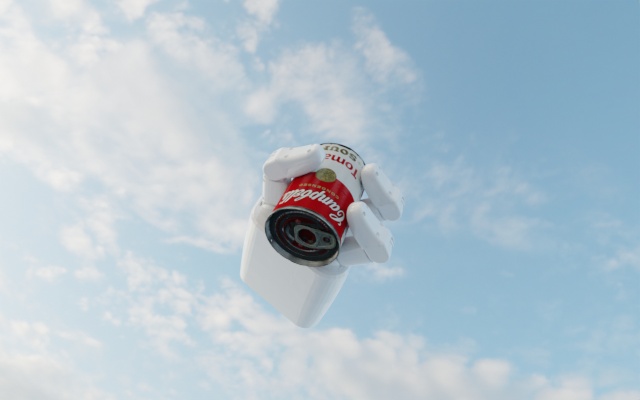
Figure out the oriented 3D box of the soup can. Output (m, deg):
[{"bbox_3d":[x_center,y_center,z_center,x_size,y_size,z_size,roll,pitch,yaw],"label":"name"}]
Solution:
[{"bbox_3d":[0.000,0.001,0.438,0.068,0.068,0.102,0,38,24],"label":"soup can"}]
